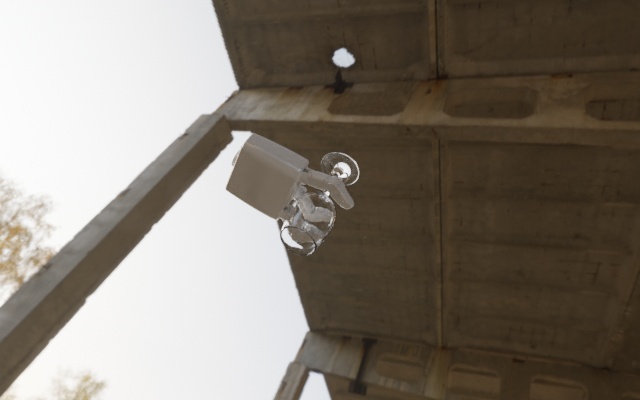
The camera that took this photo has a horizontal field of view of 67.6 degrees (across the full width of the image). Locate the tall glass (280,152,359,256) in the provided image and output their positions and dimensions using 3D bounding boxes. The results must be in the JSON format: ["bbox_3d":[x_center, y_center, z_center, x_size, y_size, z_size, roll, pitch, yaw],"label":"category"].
[{"bbox_3d":[0.001,0.002,0.813,0.079,0.079,0.201,0,38,27],"label":"tall glass"}]
